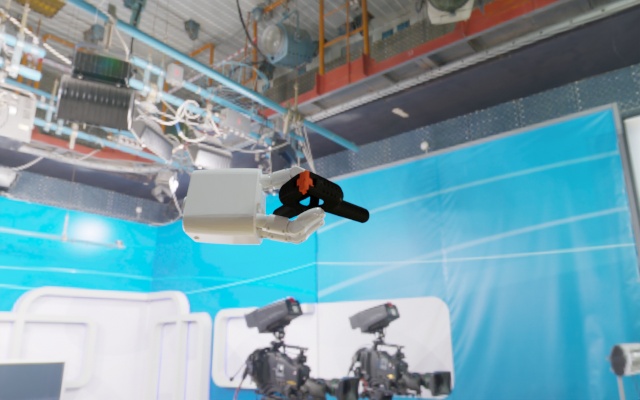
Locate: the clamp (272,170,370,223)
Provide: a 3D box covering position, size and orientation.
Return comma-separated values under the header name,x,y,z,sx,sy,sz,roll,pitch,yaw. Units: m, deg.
name,x,y,z,sx,sy,sz,roll,pitch,yaw
clamp,0.000,0.001,0.726,0.164,0.036,0.210,1,-16,0
